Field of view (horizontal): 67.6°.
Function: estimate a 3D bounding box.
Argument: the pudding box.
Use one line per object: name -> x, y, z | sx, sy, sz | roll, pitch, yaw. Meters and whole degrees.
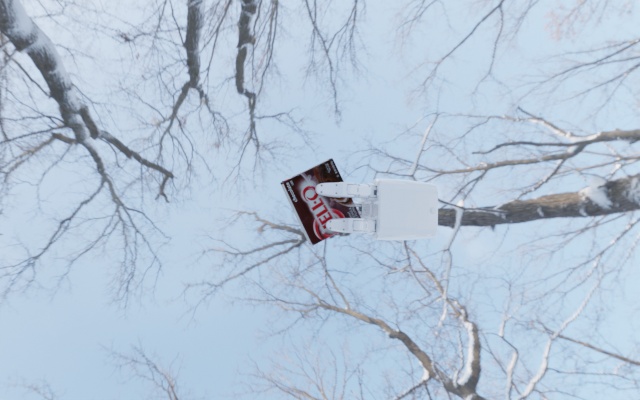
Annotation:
pudding box -> 0.000, 0.002, 0.759 | 0.090, 0.113, 0.039 | -27, 3, -13
